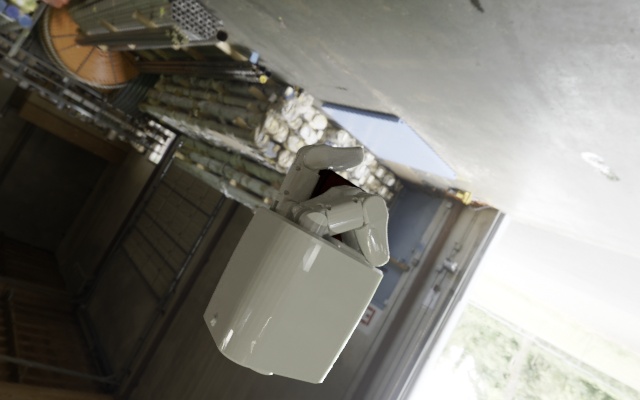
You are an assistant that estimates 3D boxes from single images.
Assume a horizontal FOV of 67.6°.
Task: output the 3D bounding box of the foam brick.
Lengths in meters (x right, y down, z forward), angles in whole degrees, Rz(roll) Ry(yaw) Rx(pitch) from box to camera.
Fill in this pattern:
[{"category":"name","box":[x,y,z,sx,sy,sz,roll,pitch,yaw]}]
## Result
[{"category":"foam brick","box":[0.000,0.001,0.443,0.053,0.051,0.078,30,-4,-24]}]
